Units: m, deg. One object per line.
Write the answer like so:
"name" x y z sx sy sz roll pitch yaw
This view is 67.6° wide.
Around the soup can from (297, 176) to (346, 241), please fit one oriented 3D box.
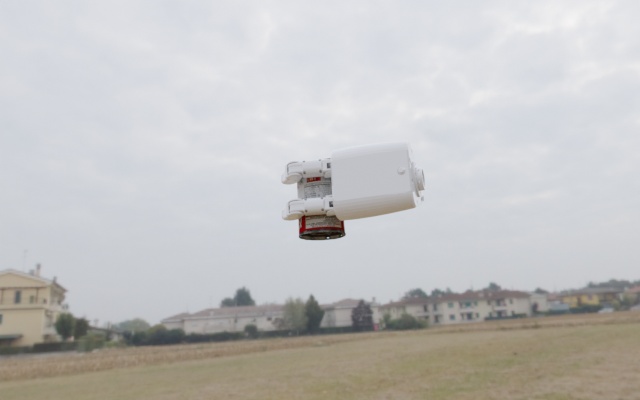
"soup can" 0.000 0.002 0.695 0.068 0.102 0.068 -3 -15 -1
